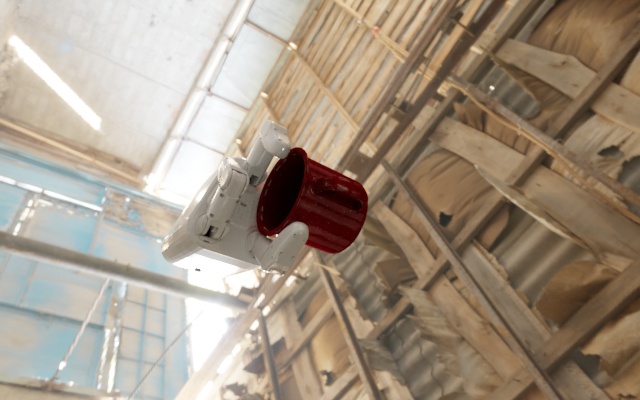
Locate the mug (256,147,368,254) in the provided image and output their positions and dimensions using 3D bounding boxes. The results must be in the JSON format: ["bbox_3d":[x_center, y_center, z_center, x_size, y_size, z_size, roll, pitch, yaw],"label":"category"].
[{"bbox_3d":[0.001,0.001,0.472,0.081,0.093,0.117,23,-27,-28],"label":"mug"}]
